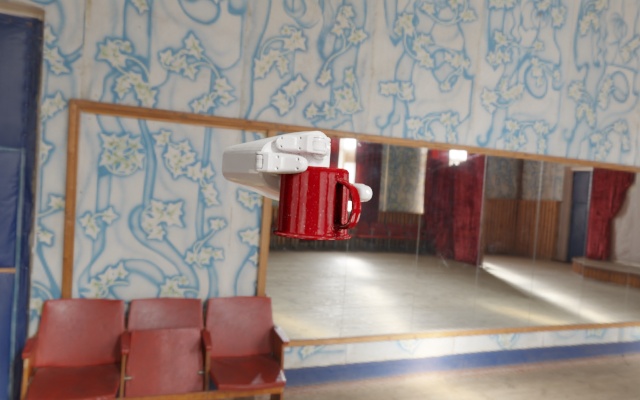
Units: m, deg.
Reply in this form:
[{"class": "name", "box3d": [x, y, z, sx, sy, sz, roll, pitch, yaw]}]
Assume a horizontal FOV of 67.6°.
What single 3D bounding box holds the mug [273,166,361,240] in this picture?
[{"class": "mug", "box3d": [0.001, 0.002, 0.555, 0.093, 0.081, 0.117, 2, 3, -41]}]
